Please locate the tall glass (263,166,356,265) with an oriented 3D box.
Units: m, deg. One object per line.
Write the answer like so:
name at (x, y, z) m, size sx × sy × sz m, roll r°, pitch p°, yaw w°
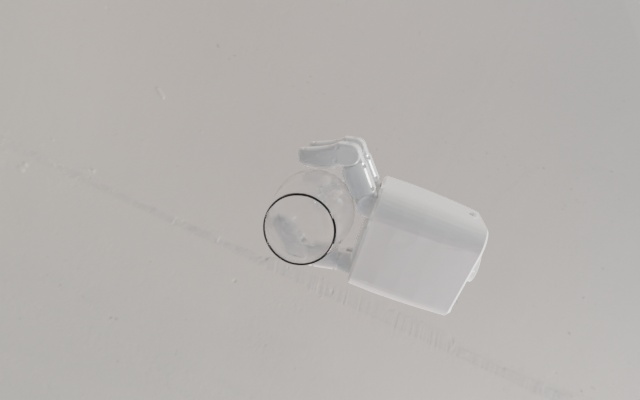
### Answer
tall glass at (0.000, 0.001, 0.484) m, size 0.079 × 0.079 × 0.201 m, roll 0°, pitch 13°, yaw 11°
